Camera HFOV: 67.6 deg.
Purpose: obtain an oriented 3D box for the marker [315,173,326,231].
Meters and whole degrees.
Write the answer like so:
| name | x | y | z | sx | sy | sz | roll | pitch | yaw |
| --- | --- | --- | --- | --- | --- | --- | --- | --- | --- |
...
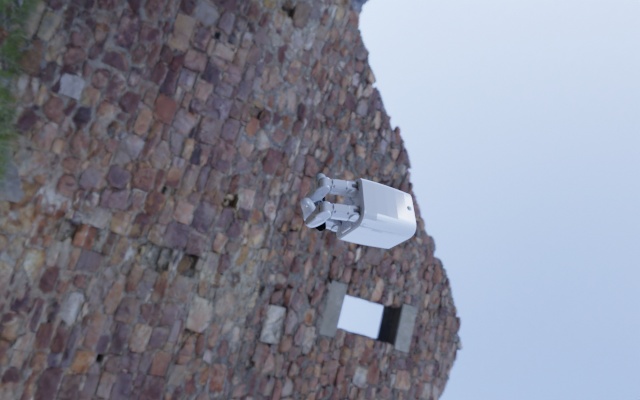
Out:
| name | x | y | z | sx | sy | sz | roll | pitch | yaw |
| --- | --- | --- | --- | --- | --- | --- | --- | --- | --- |
| marker | 0.000 | 0.003 | 0.850 | 0.020 | 0.121 | 0.020 | 0 | -38 | 0 |
